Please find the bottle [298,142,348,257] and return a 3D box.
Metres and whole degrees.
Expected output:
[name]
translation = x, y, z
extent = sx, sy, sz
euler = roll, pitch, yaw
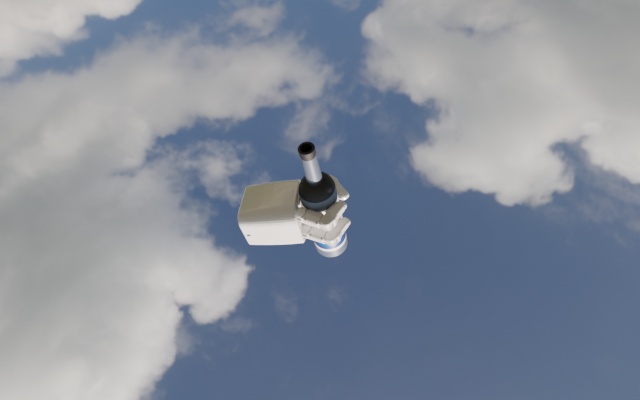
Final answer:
[bottle]
translation = 0.000, 0.003, 0.860
extent = 0.069, 0.069, 0.296
euler = 0, -35, 11
